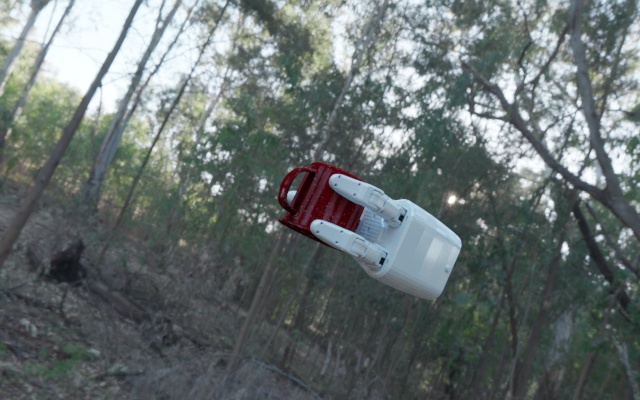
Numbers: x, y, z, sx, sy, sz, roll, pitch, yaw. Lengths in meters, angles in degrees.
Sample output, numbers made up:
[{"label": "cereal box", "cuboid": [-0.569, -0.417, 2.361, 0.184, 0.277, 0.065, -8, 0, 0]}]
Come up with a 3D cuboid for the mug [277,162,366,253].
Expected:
[{"label": "mug", "cuboid": [-0.001, 0.001, 0.558, 0.117, 0.081, 0.093, 30, -10, -35]}]
